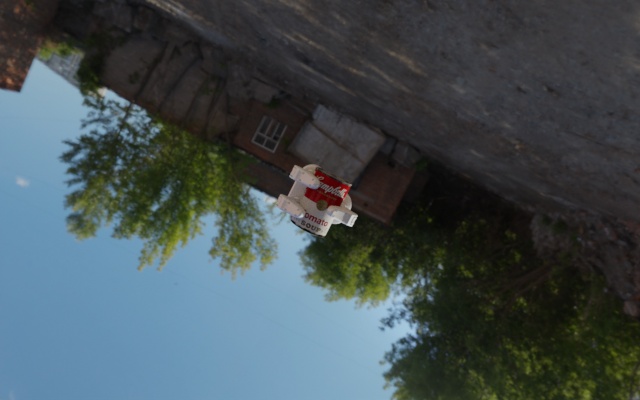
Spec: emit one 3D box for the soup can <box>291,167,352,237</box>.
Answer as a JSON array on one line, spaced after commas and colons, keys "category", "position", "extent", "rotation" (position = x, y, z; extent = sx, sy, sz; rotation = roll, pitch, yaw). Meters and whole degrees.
[{"category": "soup can", "position": [0.000, 0.003, 0.809], "extent": [0.068, 0.102, 0.068], "rotation": [27, 7, -3]}]
